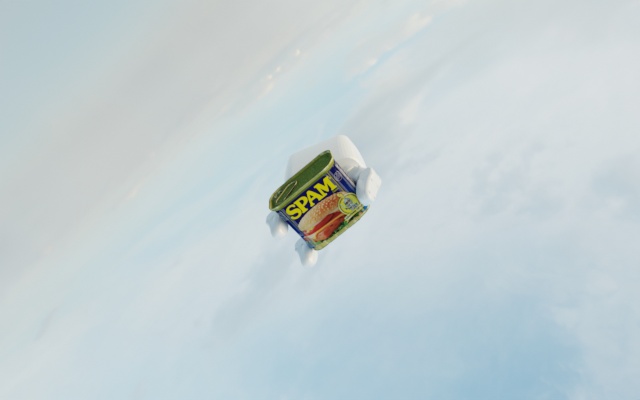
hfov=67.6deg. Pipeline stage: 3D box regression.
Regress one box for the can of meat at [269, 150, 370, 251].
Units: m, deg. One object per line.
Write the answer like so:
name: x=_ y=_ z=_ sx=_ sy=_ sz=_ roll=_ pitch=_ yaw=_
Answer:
can of meat: x=0.000 y=0.002 z=0.602 sx=0.102 sy=0.084 sz=0.057 roll=-38 pitch=22 yaw=11
